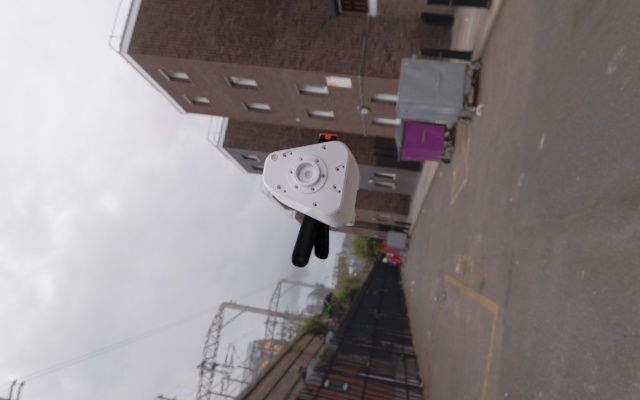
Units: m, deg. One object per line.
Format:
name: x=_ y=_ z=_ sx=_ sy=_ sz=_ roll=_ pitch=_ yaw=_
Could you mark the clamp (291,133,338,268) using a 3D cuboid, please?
clamp: x=-0.001 y=0.002 z=0.749 sx=0.036 sy=0.210 sz=0.164 roll=8 pitch=-8 yaw=12
